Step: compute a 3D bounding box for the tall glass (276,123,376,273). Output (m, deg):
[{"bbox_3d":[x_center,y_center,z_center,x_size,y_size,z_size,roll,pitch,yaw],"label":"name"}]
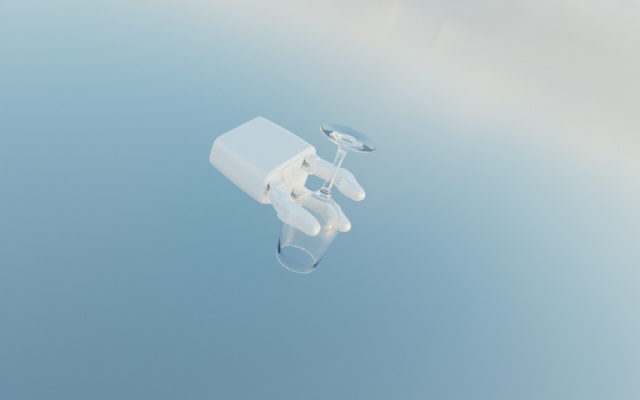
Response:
[{"bbox_3d":[0.000,0.002,0.636,0.079,0.201,0.079,18,28,-10],"label":"tall glass"}]
